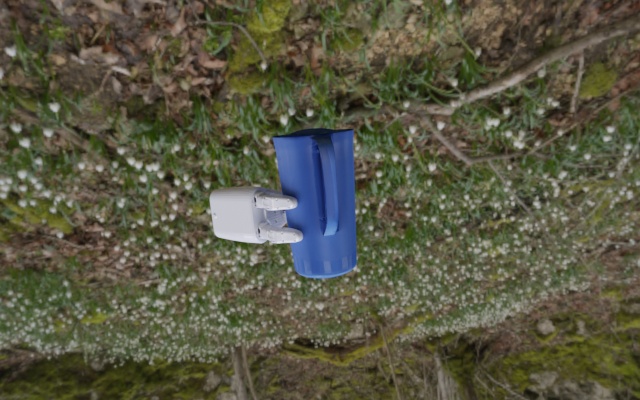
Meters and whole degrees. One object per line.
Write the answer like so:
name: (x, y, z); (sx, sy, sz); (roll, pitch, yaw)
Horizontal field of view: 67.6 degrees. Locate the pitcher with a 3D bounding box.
pitcher: (0.000, 0.003, 0.793); (0.145, 0.243, 0.149); (1, 12, 33)
